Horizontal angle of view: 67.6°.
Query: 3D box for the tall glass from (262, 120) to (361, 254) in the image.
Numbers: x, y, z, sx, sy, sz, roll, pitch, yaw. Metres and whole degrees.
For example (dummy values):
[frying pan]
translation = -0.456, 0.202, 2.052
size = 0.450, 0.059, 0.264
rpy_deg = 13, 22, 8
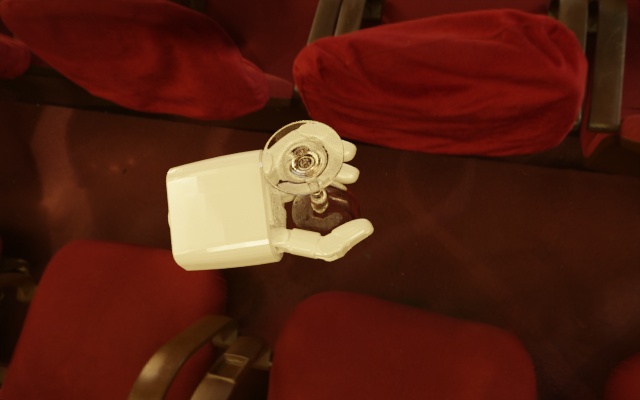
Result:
[tall glass]
translation = 0.000, 0.001, 0.507
size = 0.079, 0.079, 0.201
rpy_deg = 0, -24, 11
